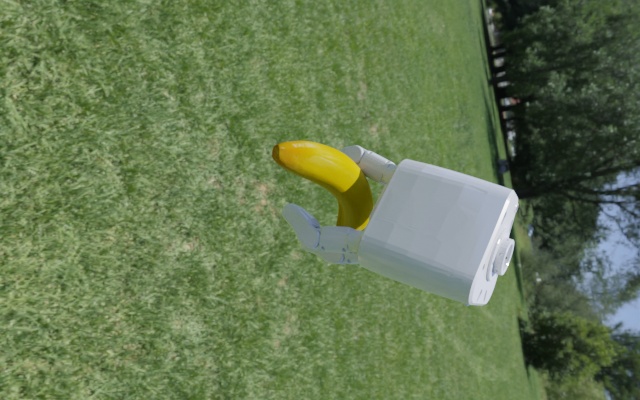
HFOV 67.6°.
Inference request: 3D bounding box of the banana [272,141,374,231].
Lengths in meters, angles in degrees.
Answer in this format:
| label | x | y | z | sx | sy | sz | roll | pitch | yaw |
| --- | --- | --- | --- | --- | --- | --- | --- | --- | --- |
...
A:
| label | x | y | z | sx | sy | sz | roll | pitch | yaw |
| --- | --- | --- | --- | --- | --- | --- | --- | --- | --- |
| banana | 0.016 | -0.008 | 0.477 | 0.069 | 0.037 | 0.198 | -38 | -34 | -6 |
